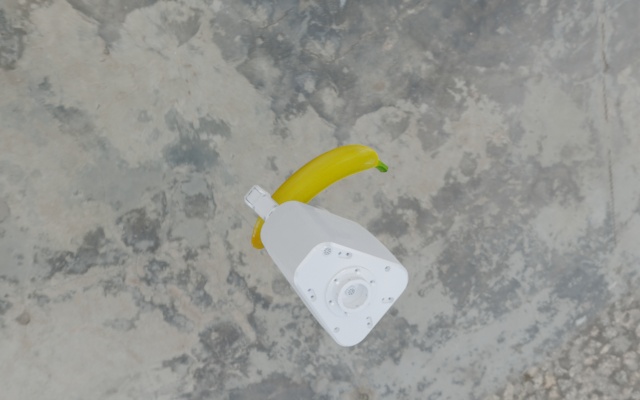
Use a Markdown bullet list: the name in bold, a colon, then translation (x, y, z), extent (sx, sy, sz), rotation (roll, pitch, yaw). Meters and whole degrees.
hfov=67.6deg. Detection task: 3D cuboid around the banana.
- **banana**: translation (-0.004, -0.015, 0.561), extent (0.198, 0.070, 0.037), rotation (-30, 29, -13)
